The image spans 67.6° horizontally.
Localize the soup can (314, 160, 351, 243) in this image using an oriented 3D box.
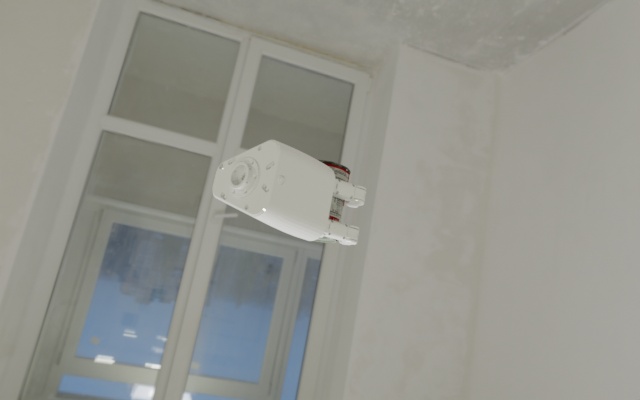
[{"bbox_3d":[0.000,0.003,0.663,0.068,0.102,0.068,10,-13,2],"label":"soup can"}]
